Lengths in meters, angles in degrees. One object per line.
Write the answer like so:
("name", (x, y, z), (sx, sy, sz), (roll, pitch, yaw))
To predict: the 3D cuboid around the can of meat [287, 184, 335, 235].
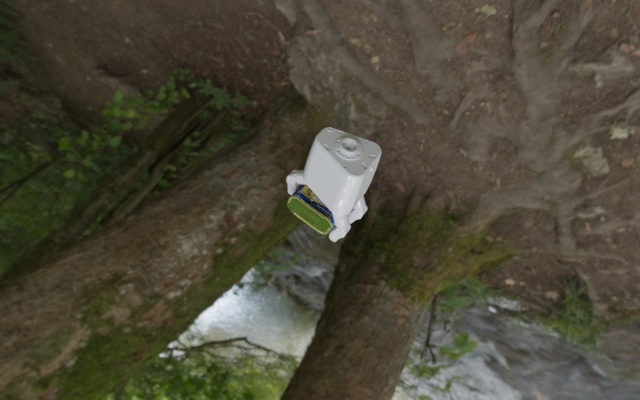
("can of meat", (0.000, 0.003, 0.898), (0.102, 0.084, 0.057), (35, -36, 8))
